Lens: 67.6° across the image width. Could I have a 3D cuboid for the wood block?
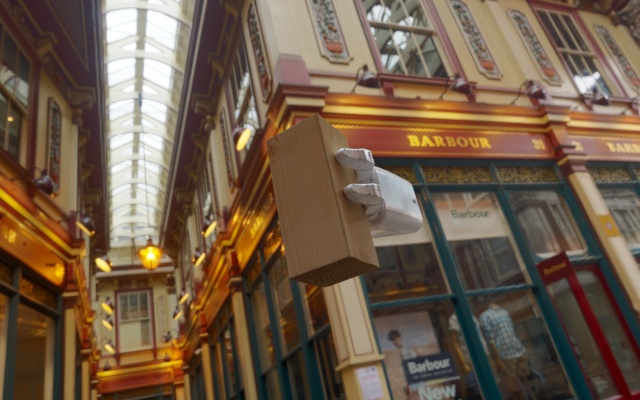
[{"bbox_3d":[0.000,0.002,0.650,0.091,0.206,0.090,-25,-28,24],"label":"wood block"}]
